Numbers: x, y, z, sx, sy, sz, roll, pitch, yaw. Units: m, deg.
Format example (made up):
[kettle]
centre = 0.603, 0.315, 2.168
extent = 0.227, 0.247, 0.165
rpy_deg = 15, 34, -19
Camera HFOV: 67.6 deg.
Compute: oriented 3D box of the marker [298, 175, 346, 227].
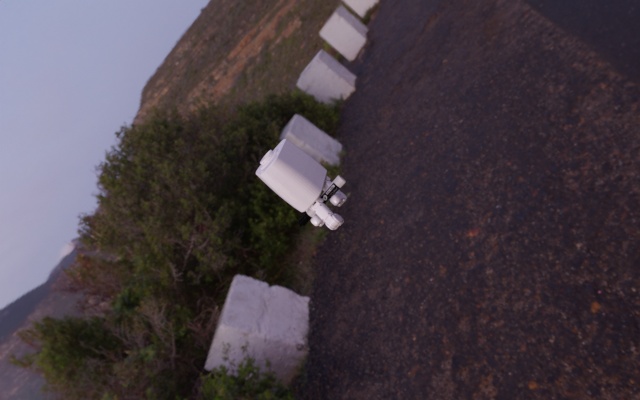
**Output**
[marker]
centre = 0.000, 0.003, 0.893
extent = 0.020, 0.121, 0.020
rpy_deg = 40, 12, -10
